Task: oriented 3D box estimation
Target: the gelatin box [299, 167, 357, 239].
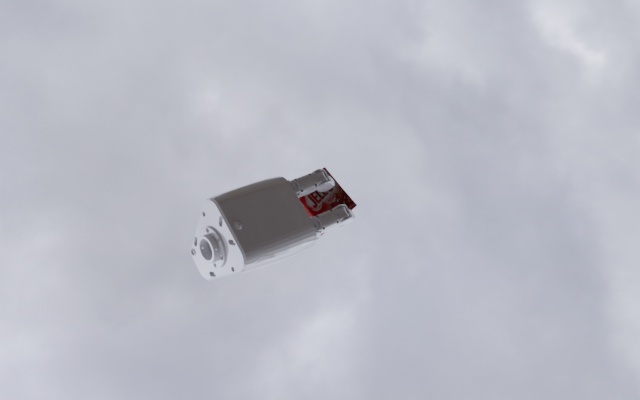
[{"bbox_3d":[0.000,0.002,0.661,0.030,0.073,0.089,-43,-5,40],"label":"gelatin box"}]
